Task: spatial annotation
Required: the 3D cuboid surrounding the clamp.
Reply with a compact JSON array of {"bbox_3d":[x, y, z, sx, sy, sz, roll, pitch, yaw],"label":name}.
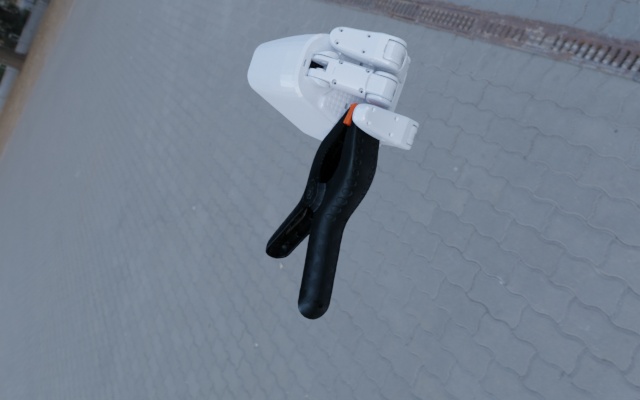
[{"bbox_3d":[0.000,0.001,0.410,0.039,0.171,0.120,21,3,-33],"label":"clamp"}]
